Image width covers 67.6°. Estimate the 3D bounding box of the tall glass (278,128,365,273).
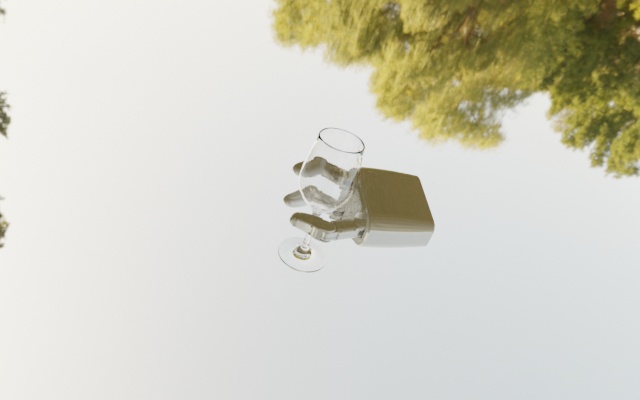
[{"bbox_3d":[0.000,0.003,0.656,0.079,0.201,0.079,13,34,-9],"label":"tall glass"}]
